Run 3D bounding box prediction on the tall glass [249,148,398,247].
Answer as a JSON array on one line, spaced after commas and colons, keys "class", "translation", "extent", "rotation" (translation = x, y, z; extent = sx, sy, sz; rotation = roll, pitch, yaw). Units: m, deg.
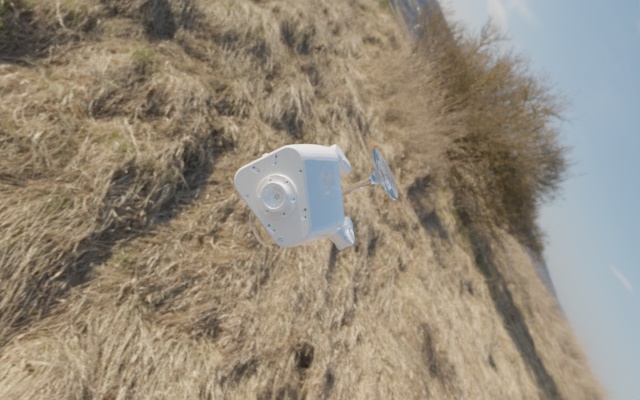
[{"class": "tall glass", "translation": [0.001, 0.002, 0.662], "extent": [0.201, 0.079, 0.079], "rotation": [-23, -9, 20]}]
